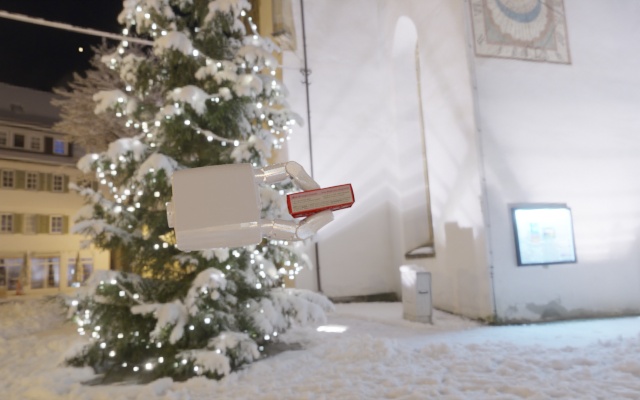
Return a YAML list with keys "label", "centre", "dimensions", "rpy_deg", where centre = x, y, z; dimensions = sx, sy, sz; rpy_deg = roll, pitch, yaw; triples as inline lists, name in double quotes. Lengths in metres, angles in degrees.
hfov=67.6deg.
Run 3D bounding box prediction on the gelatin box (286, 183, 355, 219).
- label: "gelatin box"
  centre: [0.000, 0.002, 0.654]
  dimensions: [0.089, 0.030, 0.073]
  rpy_deg: [-11, -6, -1]
